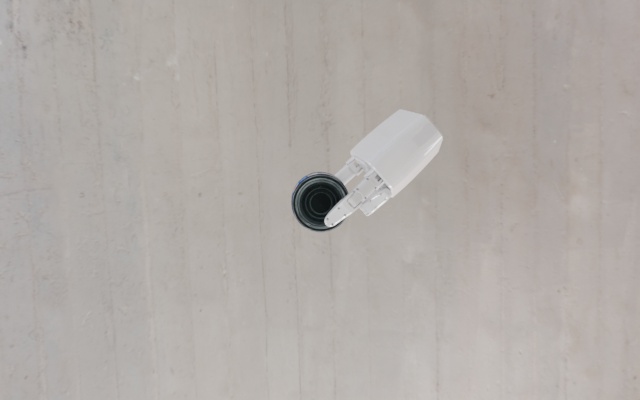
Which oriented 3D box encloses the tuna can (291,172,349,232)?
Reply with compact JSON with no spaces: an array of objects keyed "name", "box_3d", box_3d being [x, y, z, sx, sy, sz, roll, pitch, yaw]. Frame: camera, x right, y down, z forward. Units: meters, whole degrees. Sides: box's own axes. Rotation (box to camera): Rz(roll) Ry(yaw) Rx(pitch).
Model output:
[{"name":"tuna can","box_3d":[0.000,0.002,0.694,0.086,0.086,0.033,0,8,-3]}]
